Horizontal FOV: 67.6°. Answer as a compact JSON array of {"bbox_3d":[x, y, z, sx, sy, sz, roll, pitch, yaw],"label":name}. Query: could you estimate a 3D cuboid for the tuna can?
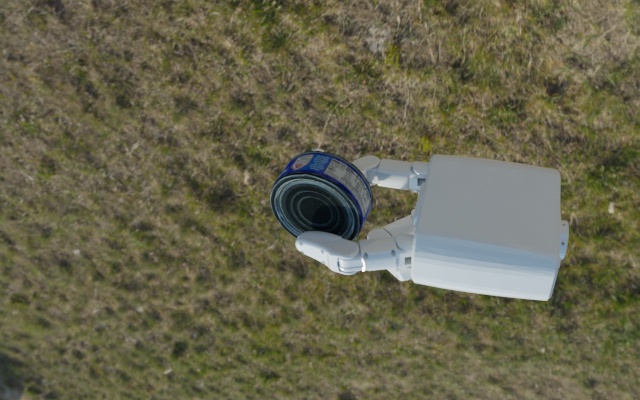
[{"bbox_3d":[0.000,0.002,0.416,0.086,0.086,0.033,0,38,28],"label":"tuna can"}]
